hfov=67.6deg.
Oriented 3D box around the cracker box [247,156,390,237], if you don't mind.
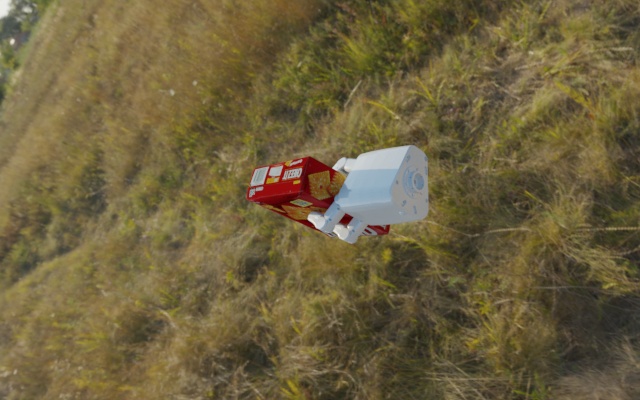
[{"bbox_3d":[0.000,0.003,0.856,0.214,0.072,0.164,27,-21,-36],"label":"cracker box"}]
